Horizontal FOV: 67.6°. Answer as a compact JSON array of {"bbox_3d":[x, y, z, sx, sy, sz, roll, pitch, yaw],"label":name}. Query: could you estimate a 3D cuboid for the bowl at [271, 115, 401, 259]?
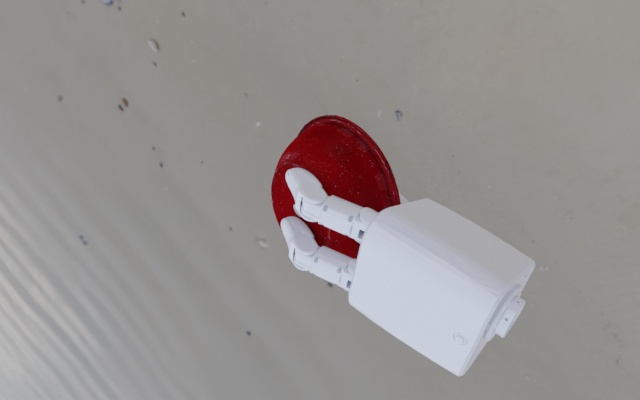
[{"bbox_3d":[-0.001,0.001,0.466,0.055,0.162,0.162,-20,12,-35],"label":"bowl"}]
